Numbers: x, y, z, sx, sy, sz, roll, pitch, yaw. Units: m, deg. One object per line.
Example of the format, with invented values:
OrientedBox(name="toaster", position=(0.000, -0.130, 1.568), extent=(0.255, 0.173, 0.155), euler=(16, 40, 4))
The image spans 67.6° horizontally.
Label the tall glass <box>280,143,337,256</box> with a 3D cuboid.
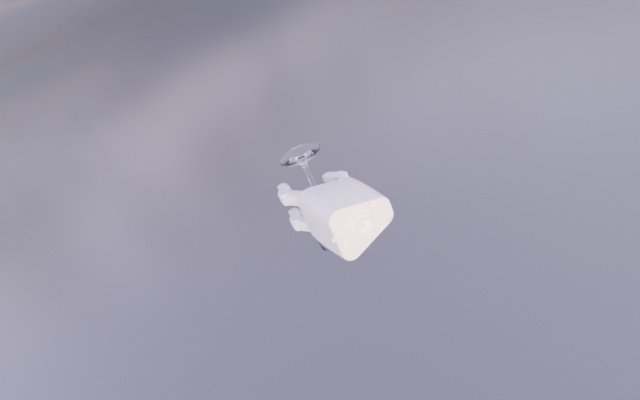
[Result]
OrientedBox(name="tall glass", position=(0.000, 0.002, 0.851), extent=(0.079, 0.201, 0.079), euler=(-18, 29, 10))
